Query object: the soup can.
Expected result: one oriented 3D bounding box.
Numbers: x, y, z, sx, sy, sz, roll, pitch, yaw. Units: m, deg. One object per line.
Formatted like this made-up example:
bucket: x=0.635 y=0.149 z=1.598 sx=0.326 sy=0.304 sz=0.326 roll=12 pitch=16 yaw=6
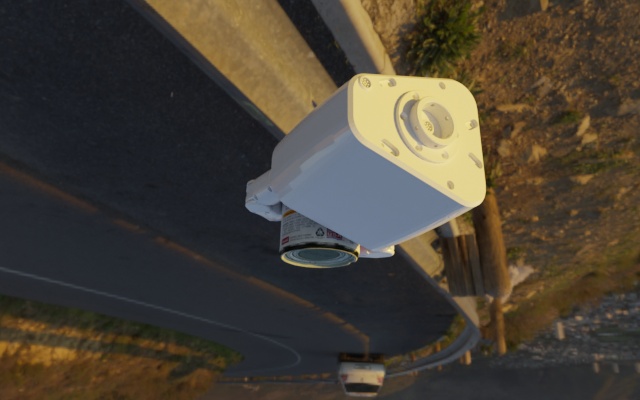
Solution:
soup can: x=0.000 y=0.002 z=0.415 sx=0.068 sy=0.102 sz=0.068 roll=1 pitch=-21 yaw=0
